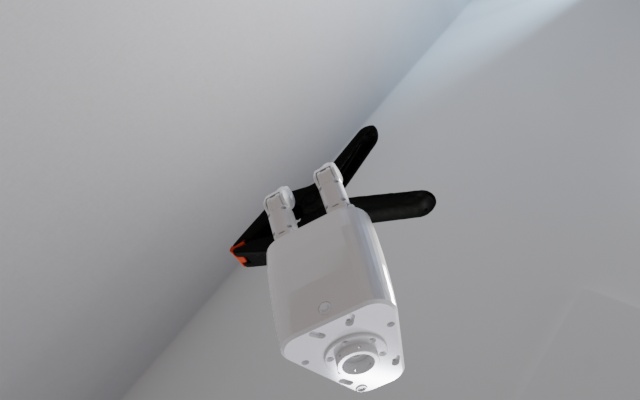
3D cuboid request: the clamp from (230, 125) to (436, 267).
[{"bbox_3d":[0.000,0.003,0.505,0.210,0.036,0.164,-27,35,10],"label":"clamp"}]
